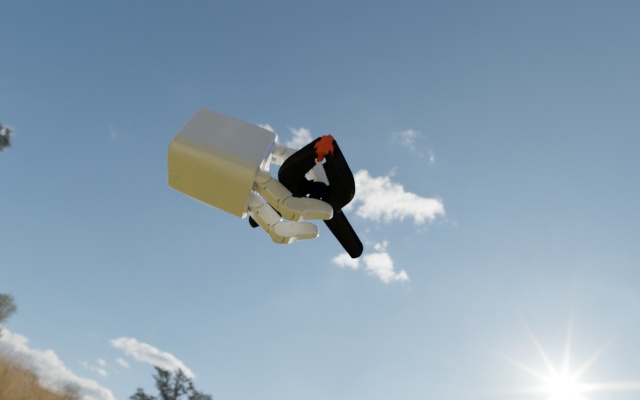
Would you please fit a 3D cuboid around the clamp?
[{"bbox_3d":[0.000,0.001,0.596,0.164,0.036,0.210,20,-36,-3],"label":"clamp"}]
